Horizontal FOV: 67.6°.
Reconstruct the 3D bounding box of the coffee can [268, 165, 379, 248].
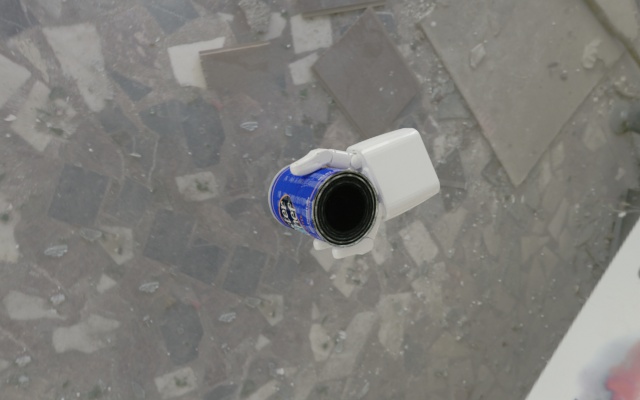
[{"bbox_3d":[0.000,0.002,0.678,0.103,0.103,0.140,0,8,-30],"label":"coffee can"}]
